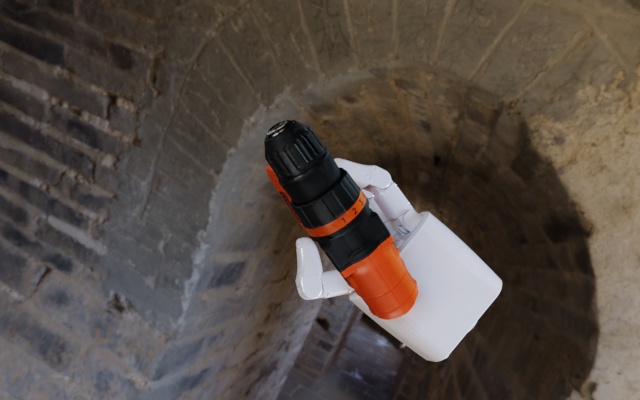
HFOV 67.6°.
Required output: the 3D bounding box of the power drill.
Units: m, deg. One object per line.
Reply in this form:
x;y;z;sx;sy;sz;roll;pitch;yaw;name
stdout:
0.000;0.001;0.430;0.057;0.184;0.187;-34;21;-2;power drill
